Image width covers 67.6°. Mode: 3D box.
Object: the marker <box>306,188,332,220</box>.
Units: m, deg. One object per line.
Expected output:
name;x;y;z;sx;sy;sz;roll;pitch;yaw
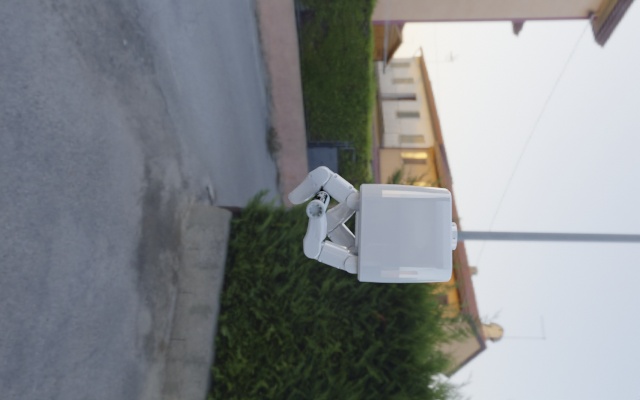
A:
marker;0.000;0.002;0.536;0.020;0.020;0.121;0;8;5
